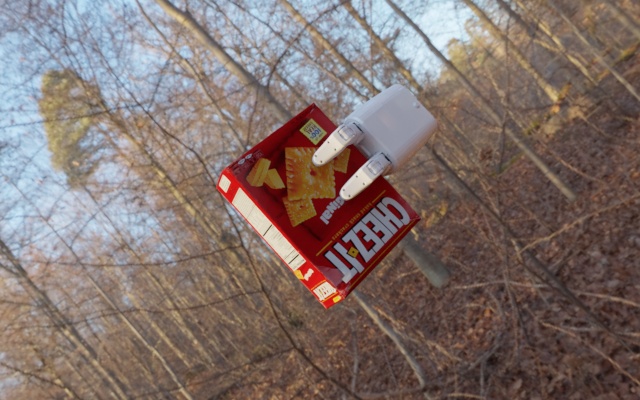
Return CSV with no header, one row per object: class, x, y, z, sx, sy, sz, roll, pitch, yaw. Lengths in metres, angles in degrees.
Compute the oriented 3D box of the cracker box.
cracker box,0.000,0.002,0.617,0.164,0.213,0.072,-41,-4,-29
